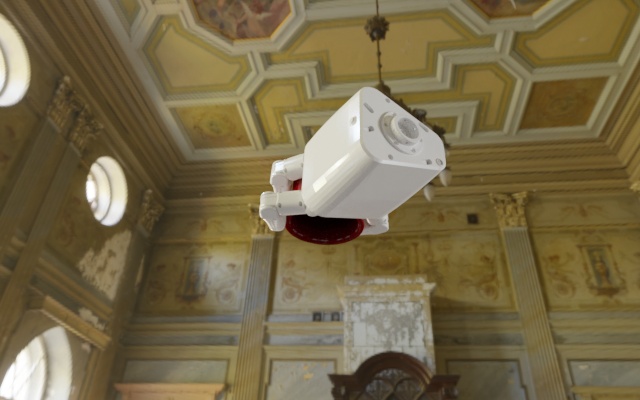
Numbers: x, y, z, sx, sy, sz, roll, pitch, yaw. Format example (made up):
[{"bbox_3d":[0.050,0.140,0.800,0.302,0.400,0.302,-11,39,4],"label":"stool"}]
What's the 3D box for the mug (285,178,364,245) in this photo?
[{"bbox_3d":[-0.001,0.002,0.586,0.093,0.081,0.117,20,-37,-24],"label":"mug"}]
